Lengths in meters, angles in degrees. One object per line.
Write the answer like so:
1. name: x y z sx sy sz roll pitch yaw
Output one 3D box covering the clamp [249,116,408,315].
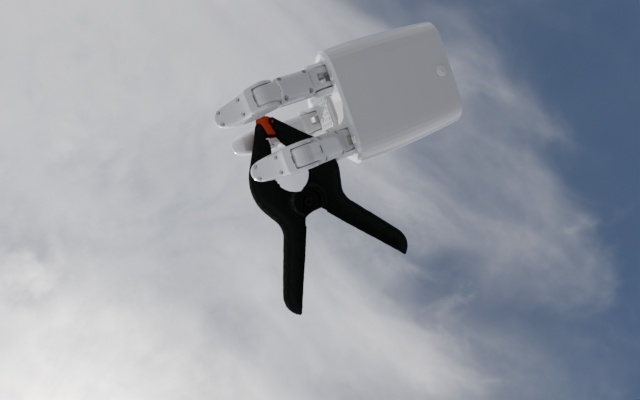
1. clamp: 0.000 0.001 0.418 0.120 0.171 0.039 -21 6 -12
